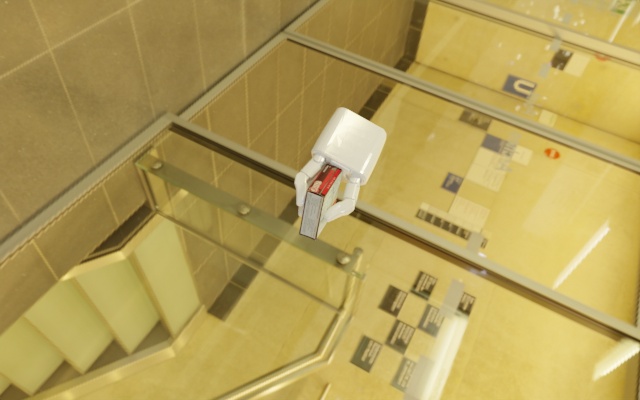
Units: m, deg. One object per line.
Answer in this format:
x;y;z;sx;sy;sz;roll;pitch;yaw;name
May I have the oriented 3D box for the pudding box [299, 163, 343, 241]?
0.000;0.003;0.868;0.039;0.114;0.090;21;42;13;pudding box
